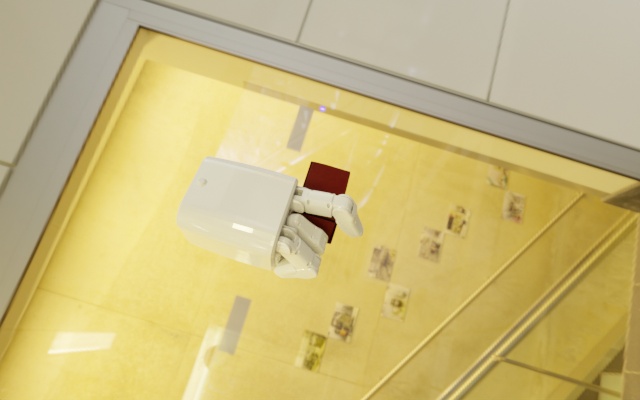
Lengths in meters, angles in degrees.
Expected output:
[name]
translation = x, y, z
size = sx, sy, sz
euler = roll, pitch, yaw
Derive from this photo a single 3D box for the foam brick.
[foam brick]
translation = 0.000, 0.002, 0.569
size = 0.051, 0.078, 0.053
euler = 16, -36, 1
